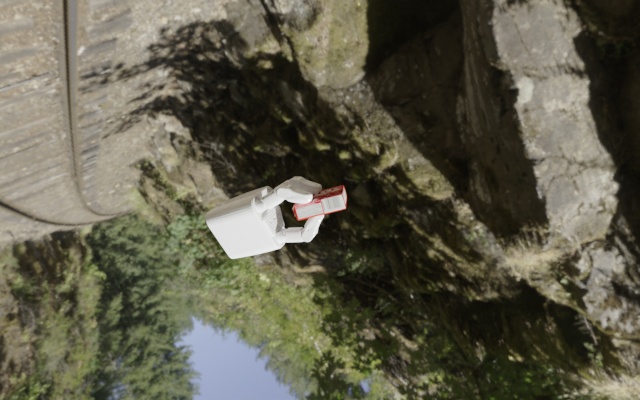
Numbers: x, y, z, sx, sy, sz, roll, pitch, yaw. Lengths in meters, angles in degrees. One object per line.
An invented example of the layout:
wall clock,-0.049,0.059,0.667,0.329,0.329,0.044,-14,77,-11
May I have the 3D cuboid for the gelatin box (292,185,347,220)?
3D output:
gelatin box,0.001,0.003,0.836,0.089,0.030,0.073,-14,12,8
